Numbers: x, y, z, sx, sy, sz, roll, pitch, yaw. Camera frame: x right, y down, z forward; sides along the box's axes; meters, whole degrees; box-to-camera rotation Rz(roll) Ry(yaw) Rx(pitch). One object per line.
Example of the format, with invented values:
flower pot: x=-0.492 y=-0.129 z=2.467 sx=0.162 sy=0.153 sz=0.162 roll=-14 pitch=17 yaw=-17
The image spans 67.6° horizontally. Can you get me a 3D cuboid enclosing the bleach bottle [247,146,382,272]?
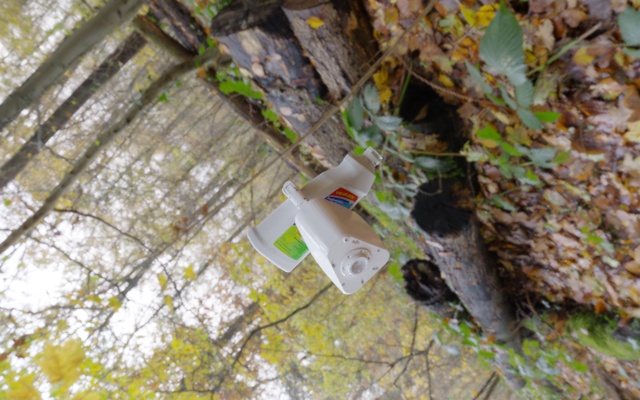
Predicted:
bleach bottle: x=0.000 y=0.003 z=0.802 sx=0.103 sy=0.251 sz=0.068 roll=43 pitch=3 yaw=-39
